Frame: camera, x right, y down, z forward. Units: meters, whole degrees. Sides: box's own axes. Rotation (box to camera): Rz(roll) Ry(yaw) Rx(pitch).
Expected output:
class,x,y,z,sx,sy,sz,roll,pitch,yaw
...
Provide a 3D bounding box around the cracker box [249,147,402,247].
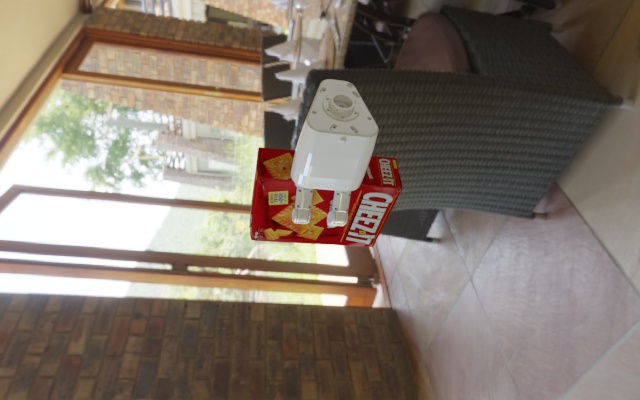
class,x,y,z,sx,sy,sz,roll,pitch,yaw
cracker box,0.000,0.002,0.754,0.214,0.072,0.164,4,-38,-10
